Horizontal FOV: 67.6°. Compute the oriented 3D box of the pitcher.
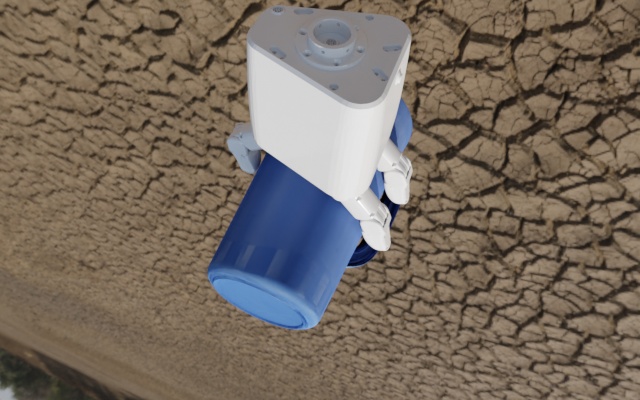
[{"bbox_3d":[0.000,0.001,0.474,0.149,0.242,0.145,21,-29,9],"label":"pitcher"}]
